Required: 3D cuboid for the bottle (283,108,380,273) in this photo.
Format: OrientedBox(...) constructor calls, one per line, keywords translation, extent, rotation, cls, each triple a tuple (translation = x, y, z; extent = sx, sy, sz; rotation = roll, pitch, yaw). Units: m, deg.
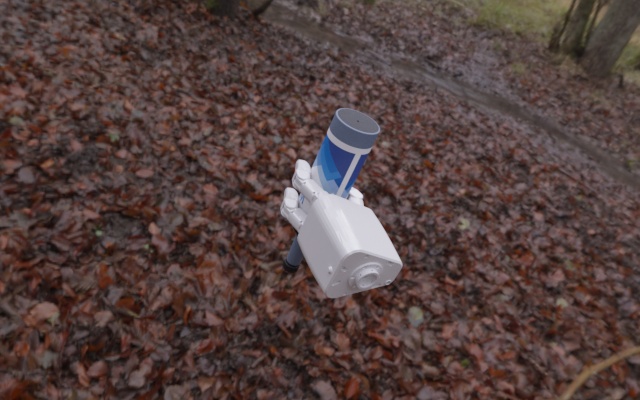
OrientedBox(translation=(0.000, 0.002, 0.737), extent=(0.069, 0.296, 0.069), rotation=(17, 34, -12), cls="bottle")
